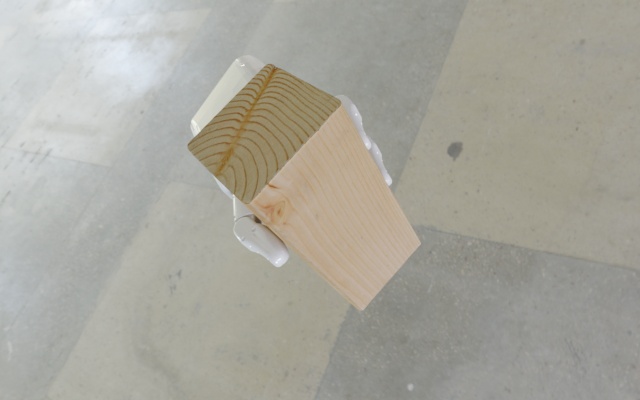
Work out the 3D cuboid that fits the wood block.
[{"bbox_3d":[0.000,0.001,0.401,0.090,0.091,0.206,38,-8,39],"label":"wood block"}]
